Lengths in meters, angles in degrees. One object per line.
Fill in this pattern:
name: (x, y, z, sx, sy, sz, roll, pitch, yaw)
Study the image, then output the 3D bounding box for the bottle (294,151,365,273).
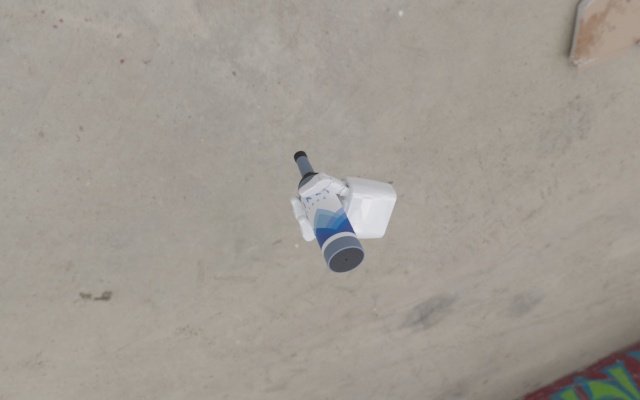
bottle: (0.000, 0.003, 0.898, 0.069, 0.069, 0.295, 0, 41, -23)
